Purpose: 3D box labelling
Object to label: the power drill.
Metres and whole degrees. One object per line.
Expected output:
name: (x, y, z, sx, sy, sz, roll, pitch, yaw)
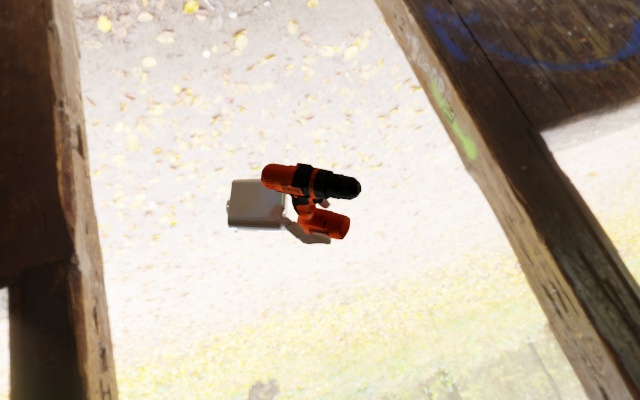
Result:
power drill: (0.000, 0.003, 0.871, 0.184, 0.057, 0.188, 12, -29, 24)
